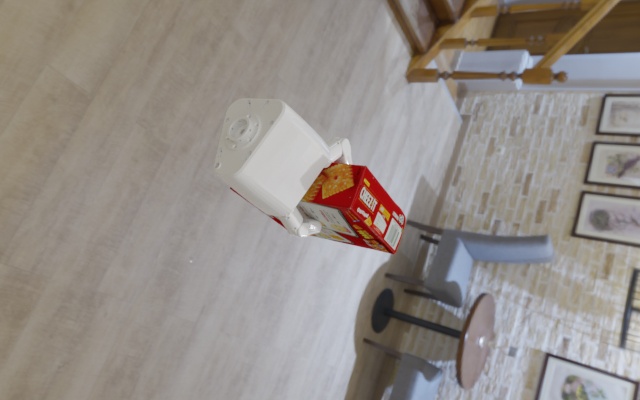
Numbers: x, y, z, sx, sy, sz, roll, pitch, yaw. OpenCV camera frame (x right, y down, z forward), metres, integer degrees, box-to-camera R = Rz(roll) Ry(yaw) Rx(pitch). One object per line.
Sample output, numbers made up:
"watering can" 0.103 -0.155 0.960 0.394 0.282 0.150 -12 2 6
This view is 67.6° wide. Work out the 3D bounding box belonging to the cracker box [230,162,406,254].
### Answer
"cracker box" 0.000 0.003 0.714 0.213 0.072 0.164 10 -20 35
